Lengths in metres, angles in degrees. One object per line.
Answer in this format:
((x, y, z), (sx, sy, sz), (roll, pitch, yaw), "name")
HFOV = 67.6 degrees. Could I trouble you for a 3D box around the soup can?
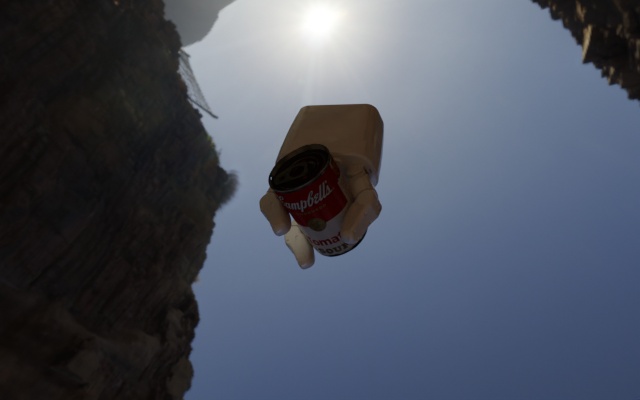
((0.000, 0.002, 0.495), (0.068, 0.068, 0.102), (0, -44, 37), "soup can")
